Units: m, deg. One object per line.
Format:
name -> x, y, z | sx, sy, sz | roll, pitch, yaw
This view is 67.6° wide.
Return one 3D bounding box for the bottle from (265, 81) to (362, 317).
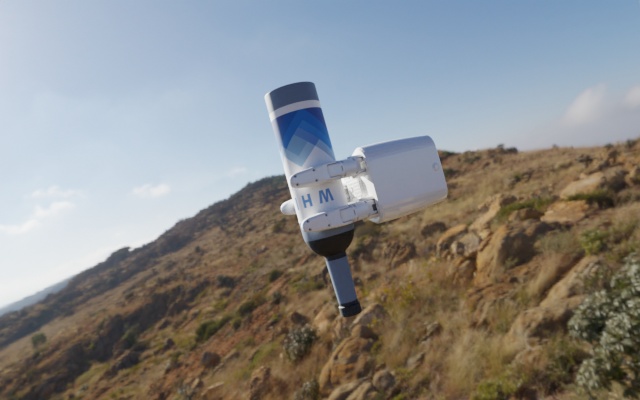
bottle -> 0.000, 0.002, 0.607 | 0.069, 0.295, 0.069 | -16, -1, 0
